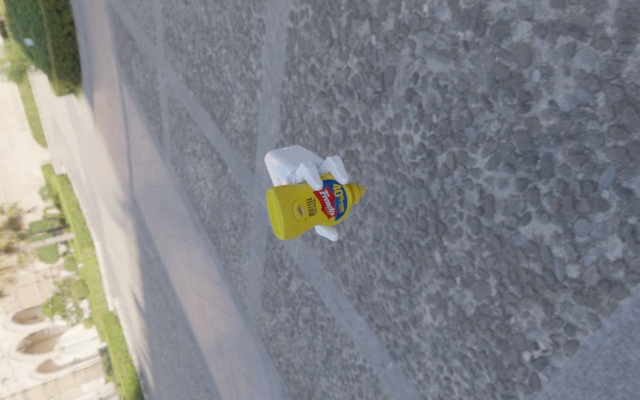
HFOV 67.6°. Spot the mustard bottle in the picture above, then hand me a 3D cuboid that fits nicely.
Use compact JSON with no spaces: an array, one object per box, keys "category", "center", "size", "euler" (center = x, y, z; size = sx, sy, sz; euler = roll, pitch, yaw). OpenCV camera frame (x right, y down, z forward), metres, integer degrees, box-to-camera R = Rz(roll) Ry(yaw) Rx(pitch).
[{"category":"mustard bottle","center":[0.000,0.003,0.881],"size":[0.191,0.096,0.058],"euler":[-16,9,-27]}]
